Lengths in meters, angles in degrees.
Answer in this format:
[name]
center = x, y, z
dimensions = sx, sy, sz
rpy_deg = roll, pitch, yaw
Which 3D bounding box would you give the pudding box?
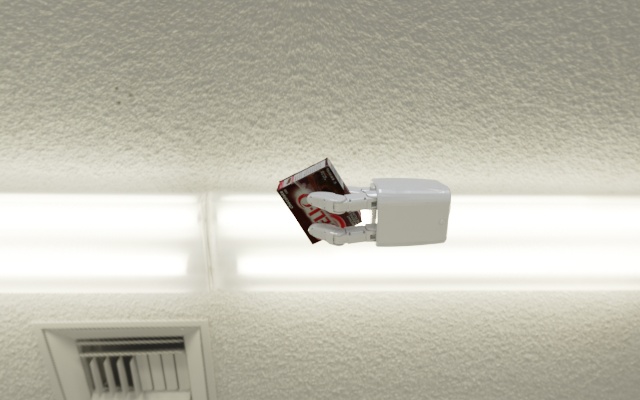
[pudding box]
center = 0.000, 0.002, 0.729
dimensions = 0.090, 0.113, 0.039
rpy_deg = -26, 23, 14
